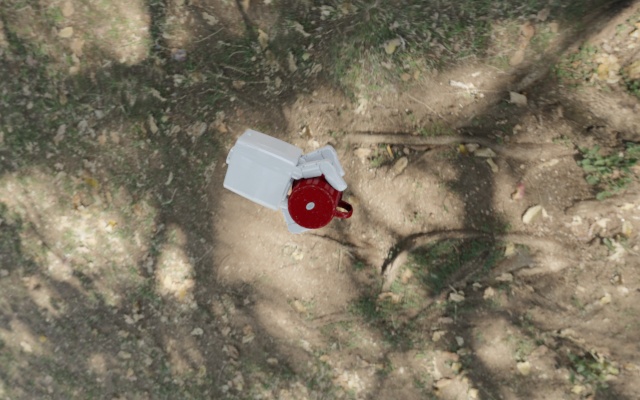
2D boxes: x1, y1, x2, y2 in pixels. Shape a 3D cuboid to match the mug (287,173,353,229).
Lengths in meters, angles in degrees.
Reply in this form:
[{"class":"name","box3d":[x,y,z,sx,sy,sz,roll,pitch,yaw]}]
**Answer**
[{"class":"mug","box3d":[0.001,0.003,0.818,0.117,0.093,0.081,23,22,-2]}]
